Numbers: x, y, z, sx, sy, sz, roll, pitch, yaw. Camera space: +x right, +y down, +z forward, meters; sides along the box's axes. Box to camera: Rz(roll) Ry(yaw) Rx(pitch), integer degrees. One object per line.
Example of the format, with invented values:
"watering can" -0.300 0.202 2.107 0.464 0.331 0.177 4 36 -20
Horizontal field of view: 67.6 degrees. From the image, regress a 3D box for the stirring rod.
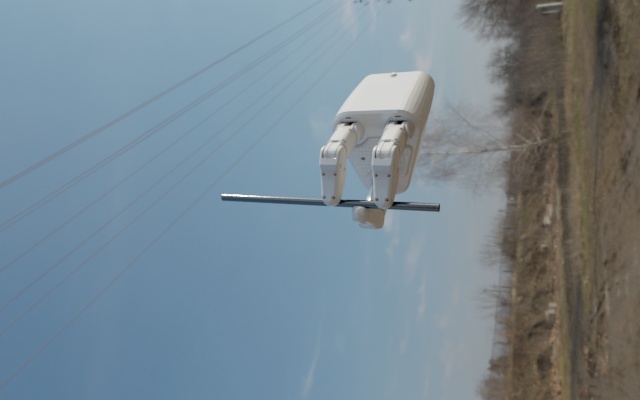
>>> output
"stirring rod" 0.000 0.002 0.490 0.239 0.011 0.011 3 1 24
